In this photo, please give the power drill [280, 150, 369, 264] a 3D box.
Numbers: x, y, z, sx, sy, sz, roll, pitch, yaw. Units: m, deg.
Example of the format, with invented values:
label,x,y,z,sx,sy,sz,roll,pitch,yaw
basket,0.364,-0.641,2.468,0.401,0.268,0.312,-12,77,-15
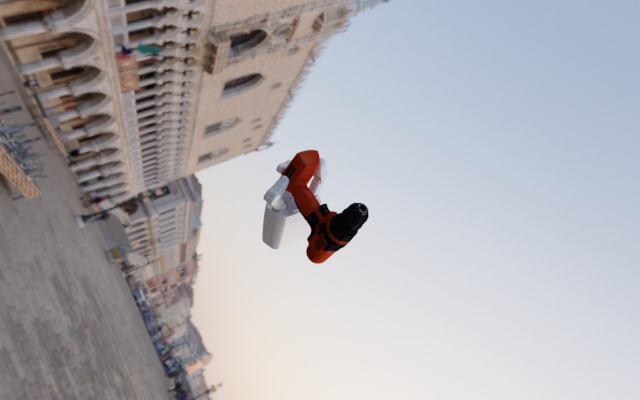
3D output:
label,x,y,z,sx,sy,sz,roll,pitch,yaw
power drill,0.000,0.003,0.872,0.057,0.187,0.184,-9,-26,-38
